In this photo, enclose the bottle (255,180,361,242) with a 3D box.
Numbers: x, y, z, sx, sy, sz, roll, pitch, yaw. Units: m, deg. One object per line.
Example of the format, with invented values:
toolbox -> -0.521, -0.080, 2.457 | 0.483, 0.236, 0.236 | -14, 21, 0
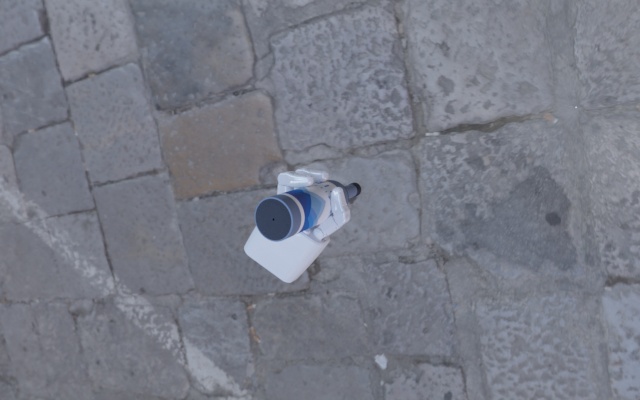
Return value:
bottle -> 0.000, 0.003, 0.816 | 0.069, 0.069, 0.295 | 0, 10, 28
